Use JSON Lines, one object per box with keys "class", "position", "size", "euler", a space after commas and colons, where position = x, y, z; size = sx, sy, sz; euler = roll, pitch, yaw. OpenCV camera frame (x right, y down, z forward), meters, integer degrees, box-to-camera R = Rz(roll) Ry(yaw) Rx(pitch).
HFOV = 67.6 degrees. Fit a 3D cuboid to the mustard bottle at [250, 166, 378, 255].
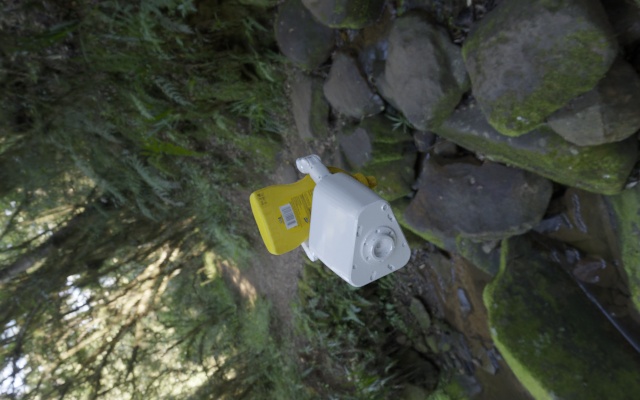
{"class": "mustard bottle", "position": [0.000, 0.002, 0.704], "size": [0.191, 0.096, 0.058], "euler": [-21, 4, -20]}
